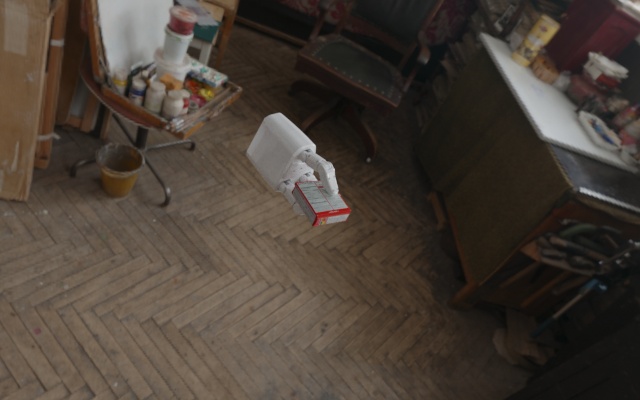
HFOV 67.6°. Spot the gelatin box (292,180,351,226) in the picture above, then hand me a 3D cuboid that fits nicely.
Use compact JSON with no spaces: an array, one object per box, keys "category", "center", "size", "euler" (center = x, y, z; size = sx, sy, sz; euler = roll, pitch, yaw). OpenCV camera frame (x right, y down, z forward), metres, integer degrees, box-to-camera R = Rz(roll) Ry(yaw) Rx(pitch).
[{"category":"gelatin box","center":[0.000,0.003,0.854],"size":[0.073,0.030,0.089],"euler":[-8,47,-33]}]
